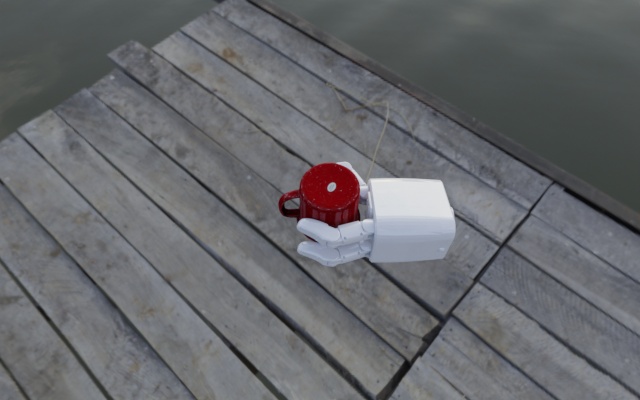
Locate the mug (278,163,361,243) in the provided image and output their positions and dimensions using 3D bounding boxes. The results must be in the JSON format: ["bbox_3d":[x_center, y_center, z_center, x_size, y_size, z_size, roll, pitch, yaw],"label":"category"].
[{"bbox_3d":[-0.001,0.002,0.662,0.117,0.093,0.082,-1,-33,-2],"label":"mug"}]
